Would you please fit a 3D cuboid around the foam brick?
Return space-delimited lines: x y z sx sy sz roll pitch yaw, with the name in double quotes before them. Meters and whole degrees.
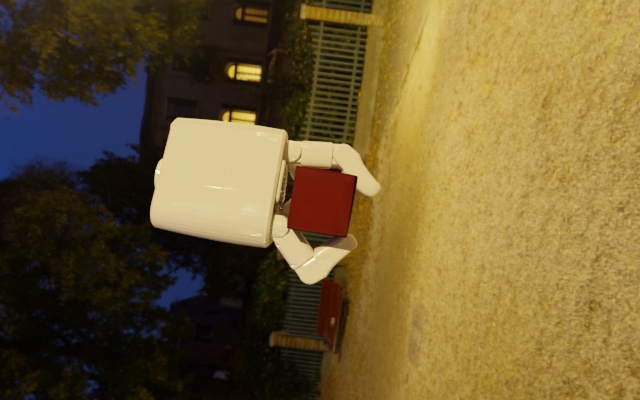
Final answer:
"foam brick" 0.000 0.001 0.420 0.051 0.053 0.078 10 -1 -1
